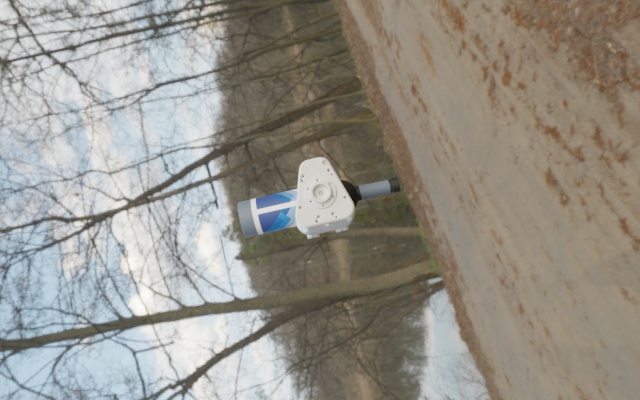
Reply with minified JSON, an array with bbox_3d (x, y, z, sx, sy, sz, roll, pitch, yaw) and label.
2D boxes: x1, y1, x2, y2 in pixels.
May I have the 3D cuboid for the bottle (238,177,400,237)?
[{"bbox_3d":[0.000,0.003,0.879,0.296,0.069,0.069,-13,0,-1],"label":"bottle"}]
